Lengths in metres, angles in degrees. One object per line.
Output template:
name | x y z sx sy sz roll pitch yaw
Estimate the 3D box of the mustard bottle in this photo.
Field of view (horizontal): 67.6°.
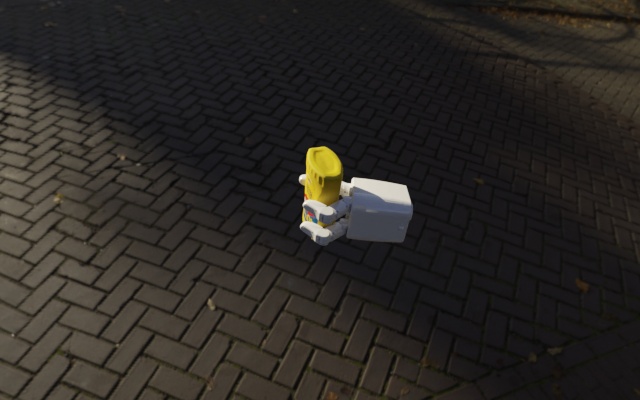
mustard bottle | 0.000 0.003 0.886 0.058 0.192 0.096 -10 43 -18
